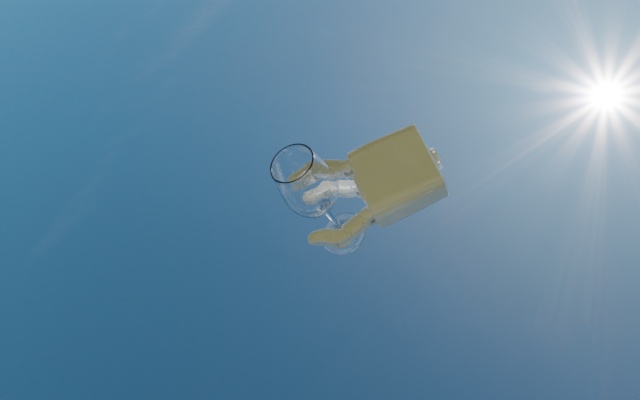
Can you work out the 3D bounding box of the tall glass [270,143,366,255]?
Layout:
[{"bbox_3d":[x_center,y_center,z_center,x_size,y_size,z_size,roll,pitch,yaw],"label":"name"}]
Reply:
[{"bbox_3d":[0.000,0.003,0.683,0.079,0.079,0.201,0,-30,26],"label":"tall glass"}]
